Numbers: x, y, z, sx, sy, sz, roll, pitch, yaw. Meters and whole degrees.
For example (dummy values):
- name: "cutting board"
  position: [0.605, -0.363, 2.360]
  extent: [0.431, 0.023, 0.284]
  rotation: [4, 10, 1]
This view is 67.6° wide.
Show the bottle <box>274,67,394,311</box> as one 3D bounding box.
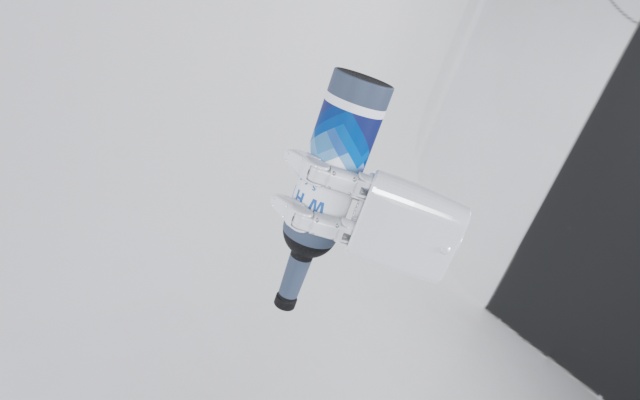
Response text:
- name: "bottle"
  position: [0.000, 0.002, 0.549]
  extent: [0.069, 0.296, 0.069]
  rotation: [17, 21, -7]
